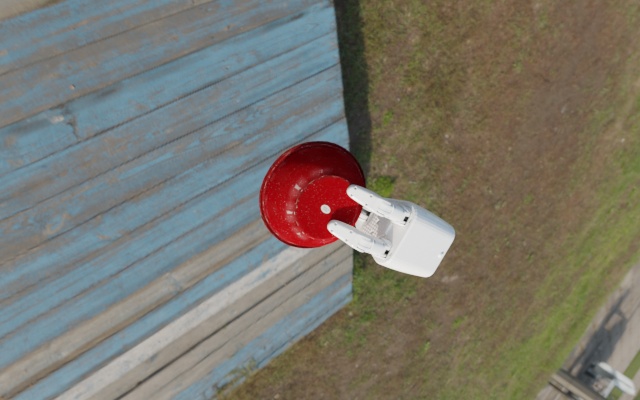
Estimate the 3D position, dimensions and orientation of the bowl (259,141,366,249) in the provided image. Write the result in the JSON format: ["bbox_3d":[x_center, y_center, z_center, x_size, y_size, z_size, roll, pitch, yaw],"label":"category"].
[{"bbox_3d":[-0.001,0.002,0.657,0.162,0.162,0.055,0,19,-21],"label":"bowl"}]
